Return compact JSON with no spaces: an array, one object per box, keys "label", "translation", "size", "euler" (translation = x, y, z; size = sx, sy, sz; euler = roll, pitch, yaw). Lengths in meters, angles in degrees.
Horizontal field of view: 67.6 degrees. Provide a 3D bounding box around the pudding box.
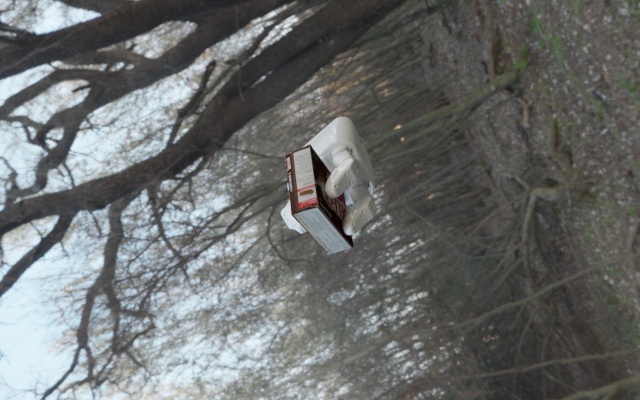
[{"label":"pudding box","translation":[0.000,0.002,0.579],"size":[0.039,0.090,0.113],"euler":[-21,-36,17]}]
